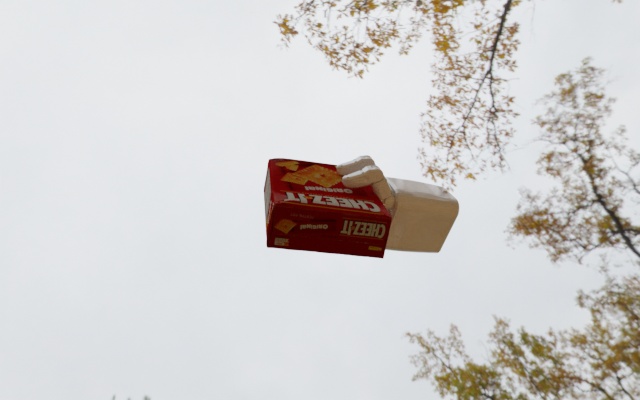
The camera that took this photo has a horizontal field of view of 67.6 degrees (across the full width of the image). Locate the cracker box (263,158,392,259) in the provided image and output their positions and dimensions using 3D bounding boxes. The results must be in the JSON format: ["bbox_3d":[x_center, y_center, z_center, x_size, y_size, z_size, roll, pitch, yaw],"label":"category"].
[{"bbox_3d":[0.000,0.002,0.725,0.164,0.072,0.213,6,20,-10],"label":"cracker box"}]
